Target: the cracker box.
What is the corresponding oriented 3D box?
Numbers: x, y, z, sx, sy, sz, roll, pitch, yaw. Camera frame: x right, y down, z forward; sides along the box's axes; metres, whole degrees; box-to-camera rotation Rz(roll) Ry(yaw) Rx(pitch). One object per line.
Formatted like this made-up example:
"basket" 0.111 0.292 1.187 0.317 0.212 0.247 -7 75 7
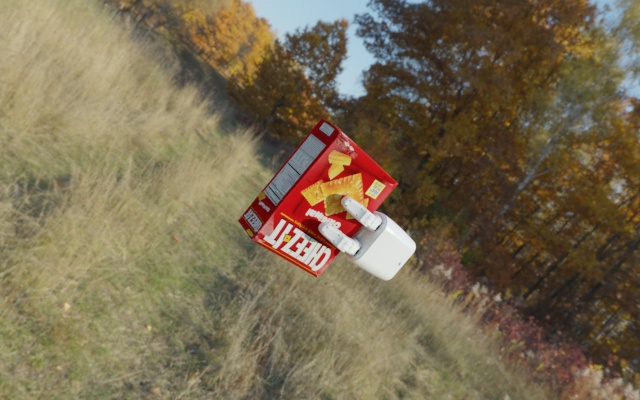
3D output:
"cracker box" 0.000 0.002 0.776 0.164 0.214 0.072 36 5 -39
